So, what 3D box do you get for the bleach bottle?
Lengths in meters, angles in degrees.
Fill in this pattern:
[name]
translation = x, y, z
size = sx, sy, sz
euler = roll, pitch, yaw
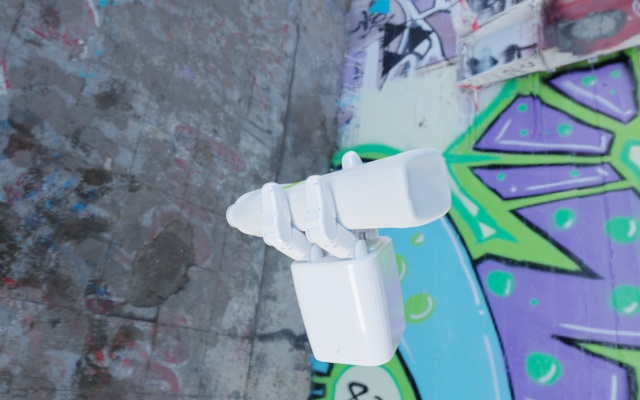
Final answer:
[bleach bottle]
translation = 0.000, 0.002, 0.507
size = 0.251, 0.068, 0.102
euler = -9, 4, 38
